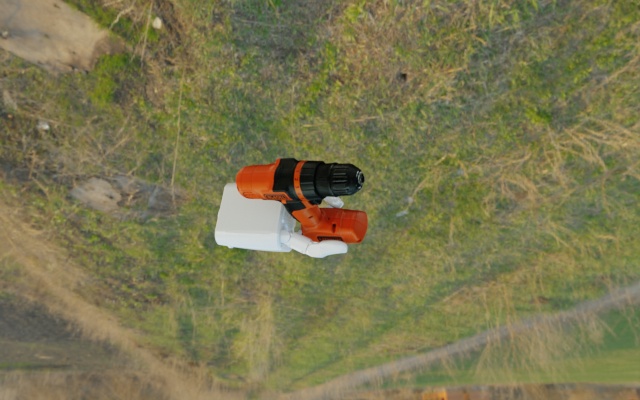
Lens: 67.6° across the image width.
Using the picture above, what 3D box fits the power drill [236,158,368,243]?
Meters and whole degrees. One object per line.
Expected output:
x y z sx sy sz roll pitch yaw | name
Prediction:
0.000 0.002 0.675 0.184 0.057 0.188 2 -26 29 | power drill
